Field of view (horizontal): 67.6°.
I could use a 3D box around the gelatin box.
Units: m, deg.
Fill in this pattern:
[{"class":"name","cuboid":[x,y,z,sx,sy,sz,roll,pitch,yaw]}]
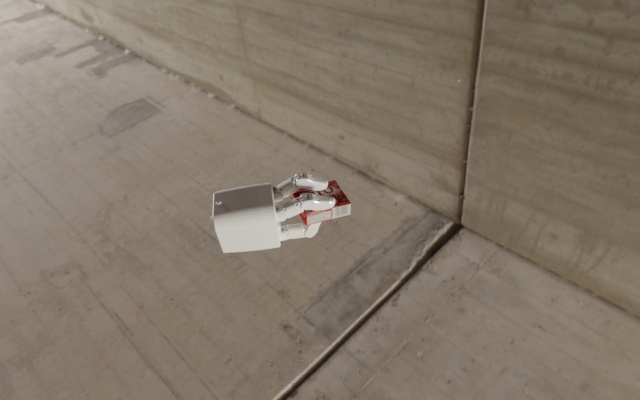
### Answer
[{"class":"gelatin box","cuboid":[0.000,0.003,0.850,0.089,0.030,0.073,-13,41,-17]}]
